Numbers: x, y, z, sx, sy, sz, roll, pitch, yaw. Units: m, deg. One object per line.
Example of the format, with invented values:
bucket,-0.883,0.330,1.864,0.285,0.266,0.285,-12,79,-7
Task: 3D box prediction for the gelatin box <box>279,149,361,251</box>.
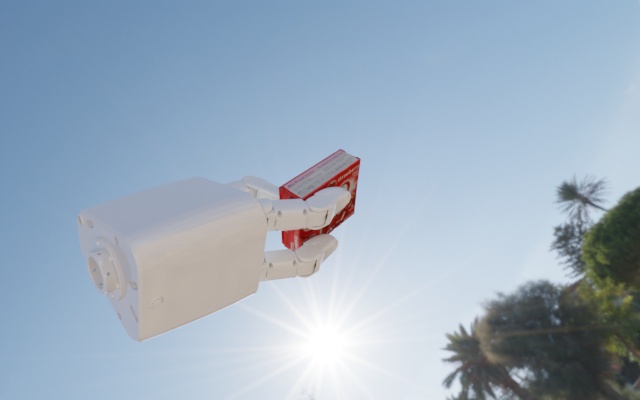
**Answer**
gelatin box,0.000,0.001,0.469,0.030,0.073,0.089,31,49,29
